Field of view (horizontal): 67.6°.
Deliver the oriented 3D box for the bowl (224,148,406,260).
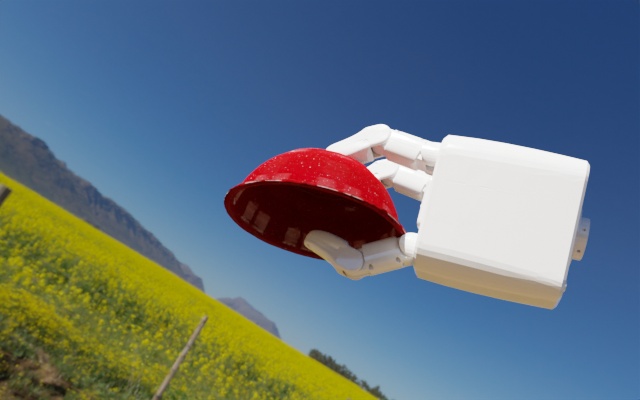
[{"bbox_3d":[-0.001,0.001,0.425,0.162,0.055,0.162,11,-25,5],"label":"bowl"}]
